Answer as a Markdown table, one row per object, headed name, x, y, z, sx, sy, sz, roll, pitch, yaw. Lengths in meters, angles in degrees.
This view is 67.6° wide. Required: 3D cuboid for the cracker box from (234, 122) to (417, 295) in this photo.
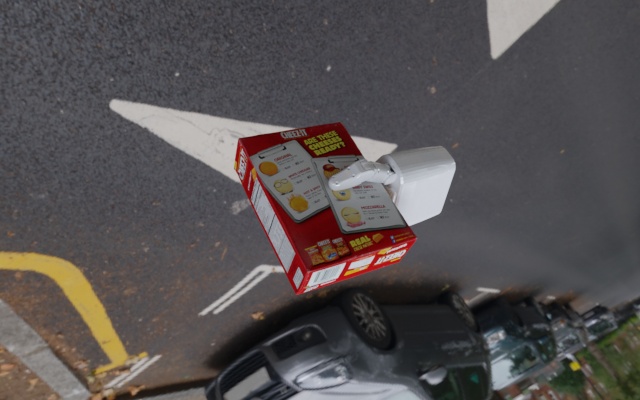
| name | x | y | z | sx | sy | sz | roll | pitch | yaw |
| --- | --- | --- | --- | --- | --- | --- | --- | --- | --- |
| cracker box | 0.000 | 0.002 | 0.636 | 0.164 | 0.213 | 0.072 | -14 | -32 | -29 |
